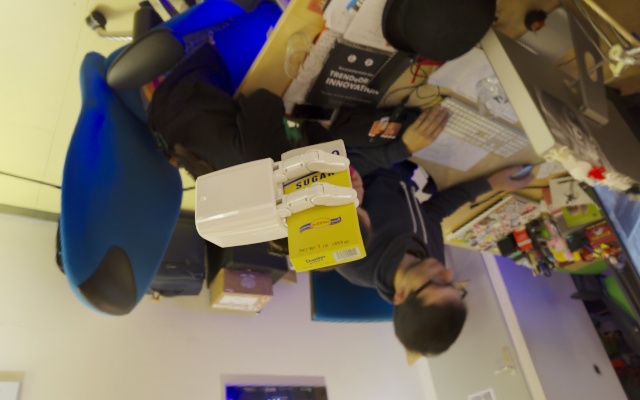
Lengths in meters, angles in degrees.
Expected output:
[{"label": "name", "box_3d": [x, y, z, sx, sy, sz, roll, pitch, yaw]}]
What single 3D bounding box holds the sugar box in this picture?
[{"label": "sugar box", "box_3d": [0.000, 0.002, 0.643, 0.093, 0.176, 0.048, -12, -33, 5]}]
